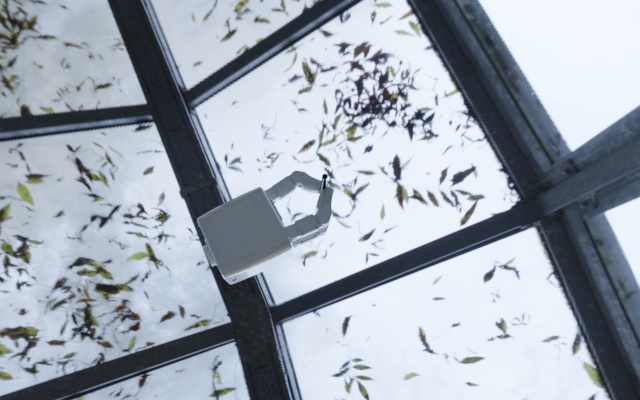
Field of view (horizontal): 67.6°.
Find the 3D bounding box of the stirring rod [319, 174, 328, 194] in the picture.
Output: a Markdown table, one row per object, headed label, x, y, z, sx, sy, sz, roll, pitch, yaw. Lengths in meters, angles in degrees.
| label | x | y | z | sx | sy | sz | roll | pitch | yaw |
| --- | --- | --- | --- | --- | --- | --- | --- | --- | --- |
| stirring rod | 0.000 | 0.002 | 0.765 | 0.011 | 0.011 | 0.240 | 0 | -17 | -3 |
